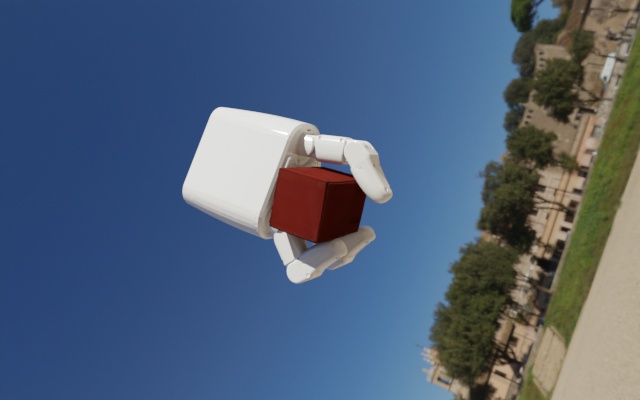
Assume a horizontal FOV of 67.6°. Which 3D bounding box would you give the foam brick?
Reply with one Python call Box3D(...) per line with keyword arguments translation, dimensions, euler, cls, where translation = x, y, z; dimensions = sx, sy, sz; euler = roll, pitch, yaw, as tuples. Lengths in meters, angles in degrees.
Box3D(translation=(0.000, 0.001, 0.421), dimensions=(0.051, 0.053, 0.078), euler=(18, 13, 28), cls="foam brick")
